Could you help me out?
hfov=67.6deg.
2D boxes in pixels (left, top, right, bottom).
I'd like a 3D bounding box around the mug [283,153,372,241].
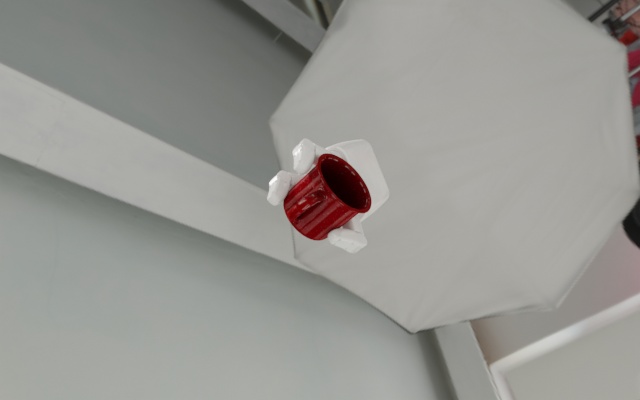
[{"bbox_3d":[-0.001,0.003,0.613,0.081,0.093,0.117,-41,-8,31],"label":"mug"}]
